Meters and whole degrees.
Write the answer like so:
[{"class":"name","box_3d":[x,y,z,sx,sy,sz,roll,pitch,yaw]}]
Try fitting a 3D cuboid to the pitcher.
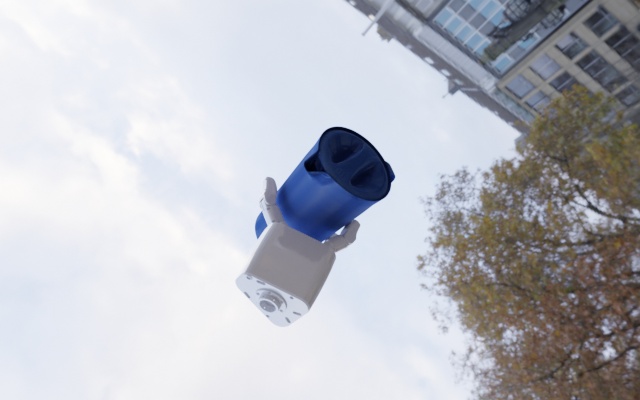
[{"class":"pitcher","box_3d":[0.000,0.003,0.785,0.149,0.145,0.243,37,-47,-11]}]
